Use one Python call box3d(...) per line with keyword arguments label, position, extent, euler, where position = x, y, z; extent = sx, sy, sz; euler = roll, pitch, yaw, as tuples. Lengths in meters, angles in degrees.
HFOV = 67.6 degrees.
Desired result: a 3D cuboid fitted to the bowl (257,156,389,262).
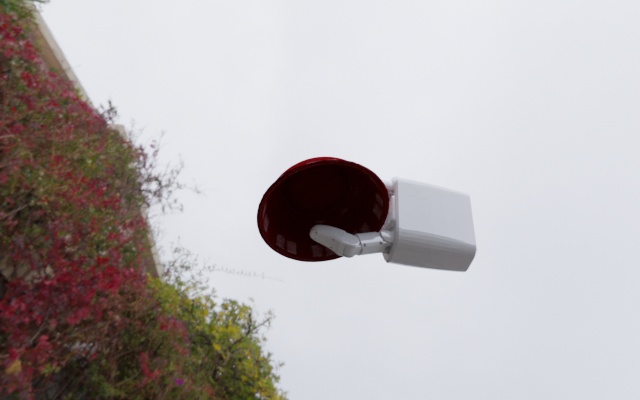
box3d(label="bowl", position=(-0.001, 0.001, 0.589), extent=(0.162, 0.162, 0.055), euler=(0, 40, -13))
